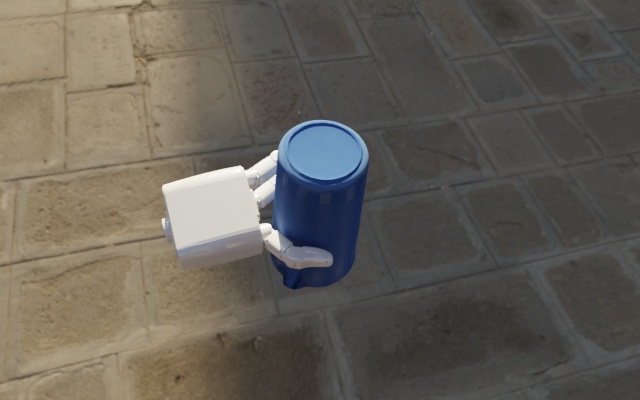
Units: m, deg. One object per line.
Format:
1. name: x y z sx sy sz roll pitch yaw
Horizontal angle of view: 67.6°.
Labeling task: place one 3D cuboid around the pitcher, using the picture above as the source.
1. pitcher: 0.000 0.002 0.653 0.145 0.149 0.243 -13 -32 -13
